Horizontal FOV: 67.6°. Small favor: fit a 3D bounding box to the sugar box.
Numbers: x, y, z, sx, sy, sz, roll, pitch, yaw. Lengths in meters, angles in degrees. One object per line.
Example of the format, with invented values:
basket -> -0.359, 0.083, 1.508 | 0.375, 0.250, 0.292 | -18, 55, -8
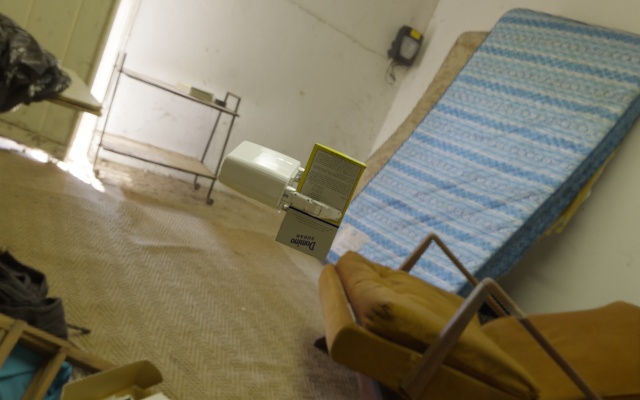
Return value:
sugar box -> 0.000, 0.002, 0.800 | 0.093, 0.176, 0.048 | 24, 10, 0
